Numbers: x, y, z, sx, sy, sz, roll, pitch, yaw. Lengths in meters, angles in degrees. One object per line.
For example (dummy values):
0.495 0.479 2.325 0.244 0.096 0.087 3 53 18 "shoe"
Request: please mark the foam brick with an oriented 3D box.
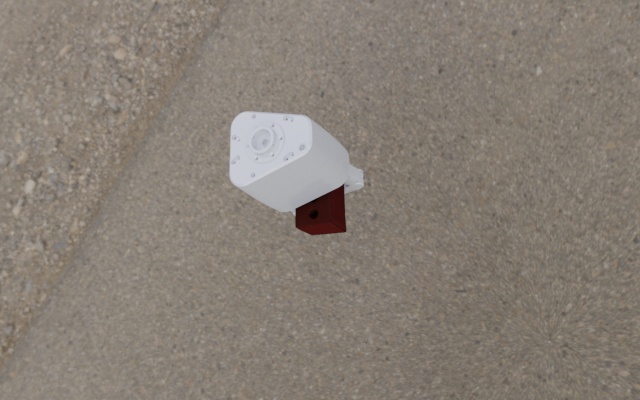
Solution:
0.000 0.002 0.627 0.053 0.078 0.051 -9 -18 22 "foam brick"
